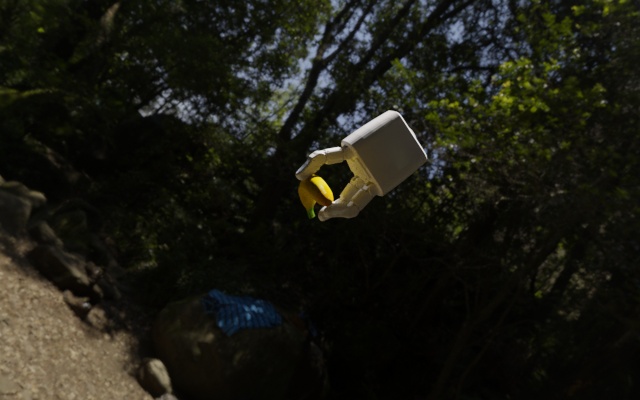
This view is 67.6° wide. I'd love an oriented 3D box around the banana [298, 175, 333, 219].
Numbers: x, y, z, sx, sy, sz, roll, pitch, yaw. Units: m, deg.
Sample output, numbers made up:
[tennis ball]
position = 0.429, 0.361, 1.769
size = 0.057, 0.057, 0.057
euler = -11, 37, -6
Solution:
[banana]
position = -0.010, -0.013, 0.829
size = 0.037, 0.069, 0.198
euler = -30, -3, -10
